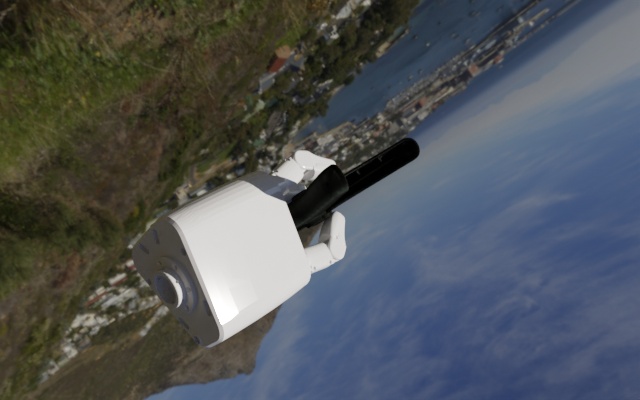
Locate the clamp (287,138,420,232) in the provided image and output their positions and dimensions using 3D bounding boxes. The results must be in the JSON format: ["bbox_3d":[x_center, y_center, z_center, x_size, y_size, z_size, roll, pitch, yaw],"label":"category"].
[{"bbox_3d":[0.000,0.003,0.493,0.164,0.036,0.210,-24,-8,-47],"label":"clamp"}]
